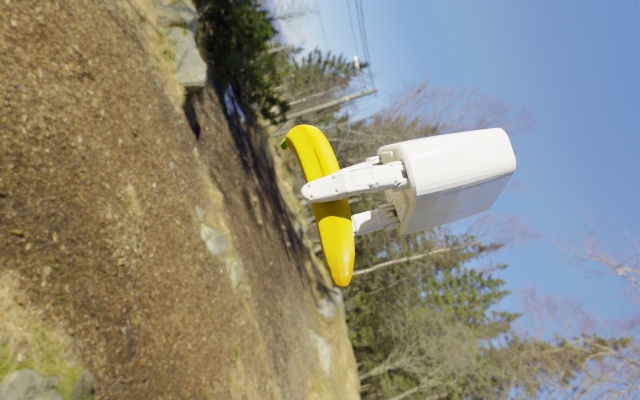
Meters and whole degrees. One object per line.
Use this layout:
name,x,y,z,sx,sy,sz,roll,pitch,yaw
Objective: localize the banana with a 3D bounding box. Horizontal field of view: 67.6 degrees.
banana,0.001,-0.012,0.478,0.037,0.197,0.070,-10,-36,-14
